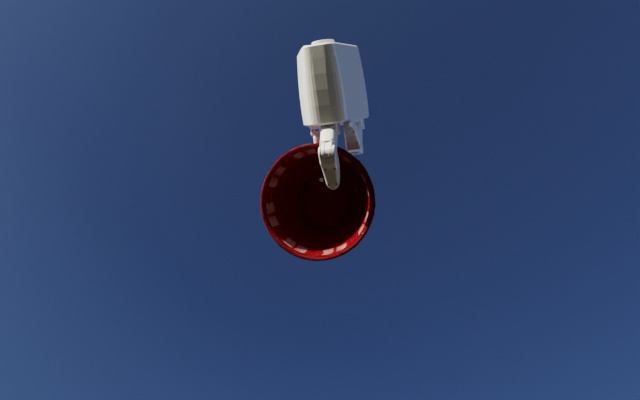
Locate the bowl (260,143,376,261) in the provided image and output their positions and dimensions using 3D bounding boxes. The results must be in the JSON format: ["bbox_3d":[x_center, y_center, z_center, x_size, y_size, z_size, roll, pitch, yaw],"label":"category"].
[{"bbox_3d":[0.000,0.004,0.676,0.162,0.162,0.055,0,0,13],"label":"bowl"}]
